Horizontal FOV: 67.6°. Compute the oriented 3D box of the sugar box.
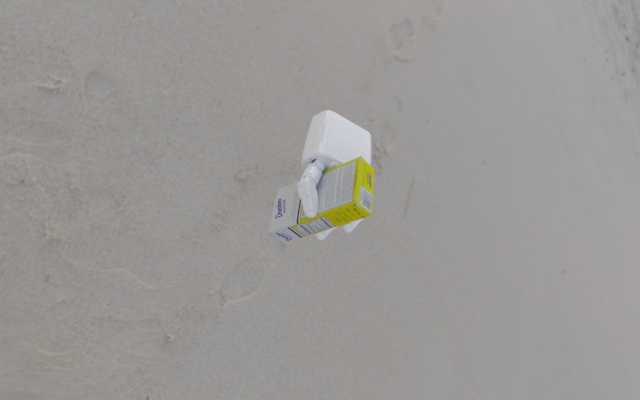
[{"bbox_3d":[0.001,0.003,0.765,0.176,0.093,0.048,-21,-45,36],"label":"sugar box"}]
